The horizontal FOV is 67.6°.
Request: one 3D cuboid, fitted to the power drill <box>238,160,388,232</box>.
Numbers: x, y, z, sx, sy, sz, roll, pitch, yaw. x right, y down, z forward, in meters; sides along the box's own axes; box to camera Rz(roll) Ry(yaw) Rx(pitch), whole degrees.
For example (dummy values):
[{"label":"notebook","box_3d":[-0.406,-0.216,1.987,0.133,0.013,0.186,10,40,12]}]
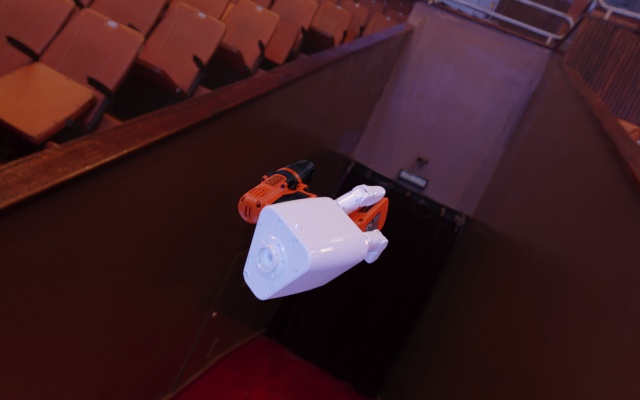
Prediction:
[{"label":"power drill","box_3d":[0.000,0.003,0.708,0.187,0.057,0.184,18,33,22]}]
